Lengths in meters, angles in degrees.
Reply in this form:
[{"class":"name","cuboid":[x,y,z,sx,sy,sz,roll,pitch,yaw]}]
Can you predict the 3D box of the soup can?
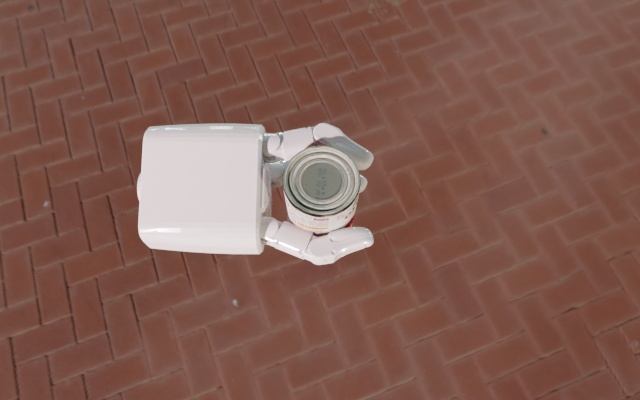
[{"class":"soup can","cuboid":[0.001,0.001,0.445,0.068,0.068,0.102,0,-23,-1]}]
